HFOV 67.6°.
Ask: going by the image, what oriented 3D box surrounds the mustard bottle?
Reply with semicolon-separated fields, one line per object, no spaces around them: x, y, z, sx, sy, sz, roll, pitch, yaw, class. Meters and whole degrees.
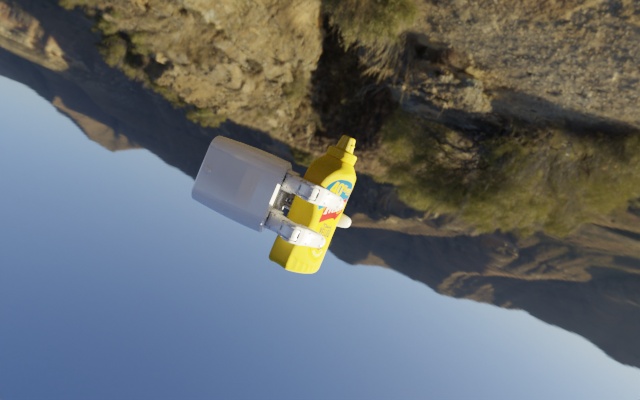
0.000;0.003;0.650;0.058;0.191;0.096;26;4;29;mustard bottle
